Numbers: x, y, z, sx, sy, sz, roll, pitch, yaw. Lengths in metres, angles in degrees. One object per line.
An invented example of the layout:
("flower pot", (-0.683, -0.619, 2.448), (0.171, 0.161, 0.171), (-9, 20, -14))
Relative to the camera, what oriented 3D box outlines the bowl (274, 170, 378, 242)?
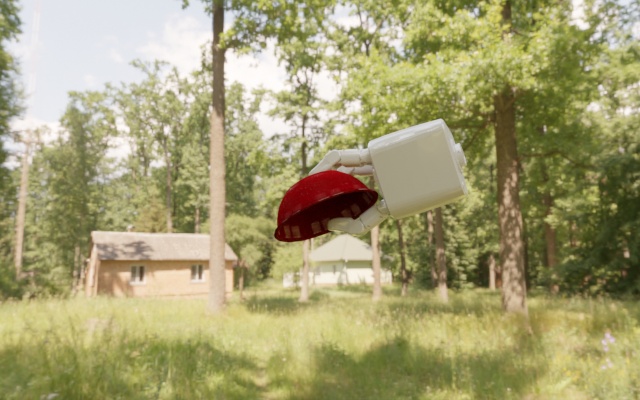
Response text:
("bowl", (-0.001, 0.002, 0.698), (0.162, 0.055, 0.162), (-21, -19, -8))
